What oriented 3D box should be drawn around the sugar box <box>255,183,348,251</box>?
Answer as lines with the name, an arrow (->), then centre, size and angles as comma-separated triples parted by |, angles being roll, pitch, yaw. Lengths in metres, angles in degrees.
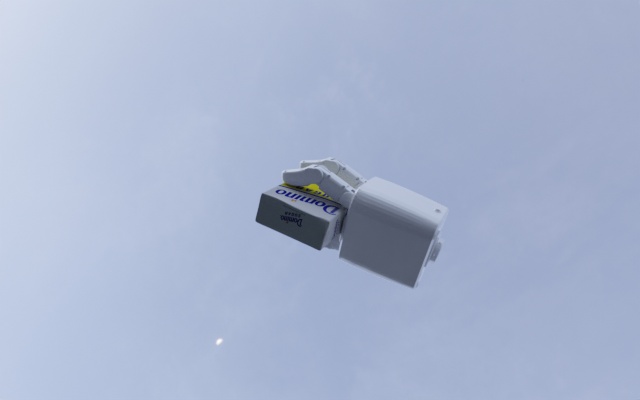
sugar box -> 0.000, 0.002, 0.629 | 0.093, 0.048, 0.176 | 23, 21, 17
